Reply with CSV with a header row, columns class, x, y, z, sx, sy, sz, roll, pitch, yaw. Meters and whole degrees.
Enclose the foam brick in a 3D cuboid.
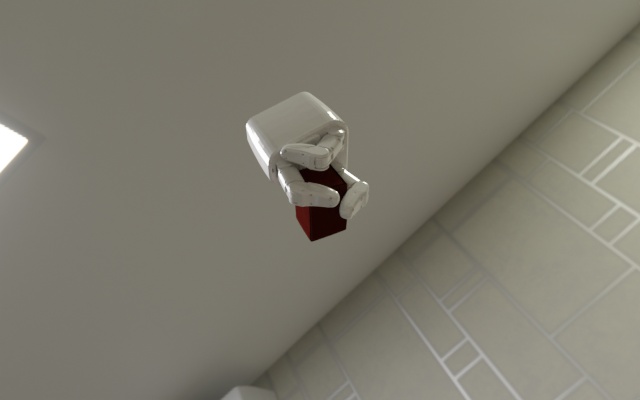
class,x,y,z,sx,sy,sz,roll,pitch,yaw
foam brick,0.000,0.002,0.610,0.053,0.078,0.051,-16,40,-19
